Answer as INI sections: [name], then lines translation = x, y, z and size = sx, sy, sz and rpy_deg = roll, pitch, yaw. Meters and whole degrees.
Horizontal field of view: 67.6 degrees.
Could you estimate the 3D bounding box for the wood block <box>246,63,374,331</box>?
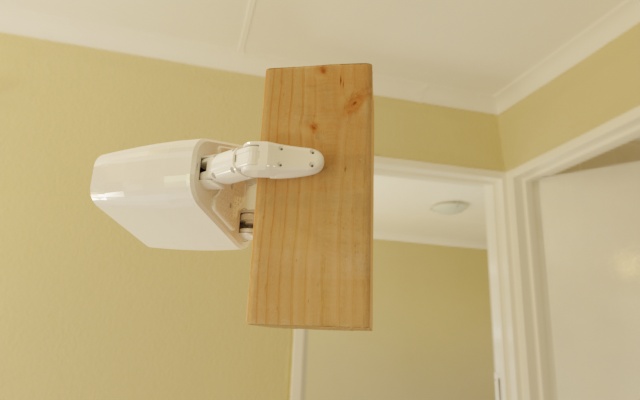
[wood block]
translation = 0.000, 0.001, 0.400
size = 0.090, 0.206, 0.091
rpy_deg = 0, -16, 8
